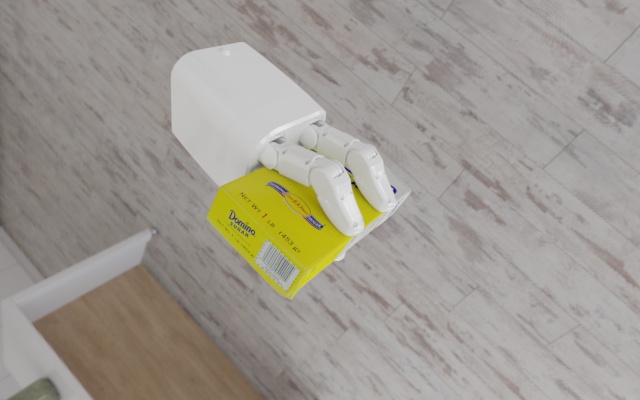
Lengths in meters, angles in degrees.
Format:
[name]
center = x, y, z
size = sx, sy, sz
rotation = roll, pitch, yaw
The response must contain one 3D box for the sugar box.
[sugar box]
center = 0.000, 0.001, 0.413
size = 0.176, 0.093, 0.048
rotation = -34, -17, -47
